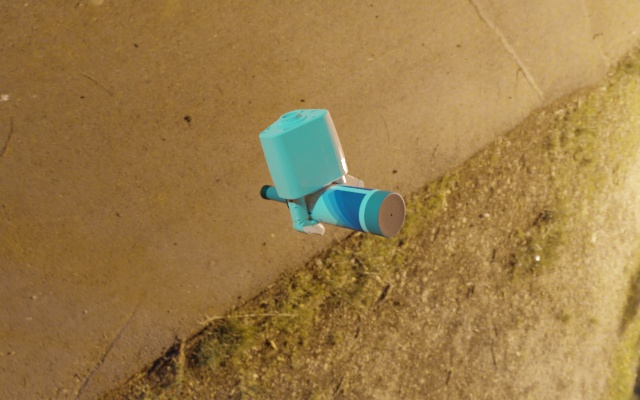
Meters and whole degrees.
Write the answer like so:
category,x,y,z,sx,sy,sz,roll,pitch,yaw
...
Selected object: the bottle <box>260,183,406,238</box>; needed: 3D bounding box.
category,x,y,z,sx,sy,sz,roll,pitch,yaw
bottle,0.000,0.003,0.787,0.069,0.069,0.295,0,7,-44
